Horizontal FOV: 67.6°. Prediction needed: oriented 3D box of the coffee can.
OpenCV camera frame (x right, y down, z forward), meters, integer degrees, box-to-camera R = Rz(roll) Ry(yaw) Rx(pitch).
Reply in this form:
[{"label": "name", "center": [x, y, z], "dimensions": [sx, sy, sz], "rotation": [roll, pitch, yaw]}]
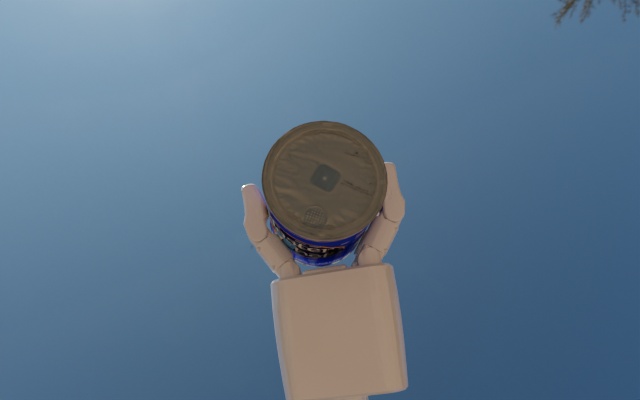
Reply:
[{"label": "coffee can", "center": [0.000, 0.001, 0.452], "dimensions": [0.103, 0.102, 0.140], "rotation": [0, -17, -3]}]
